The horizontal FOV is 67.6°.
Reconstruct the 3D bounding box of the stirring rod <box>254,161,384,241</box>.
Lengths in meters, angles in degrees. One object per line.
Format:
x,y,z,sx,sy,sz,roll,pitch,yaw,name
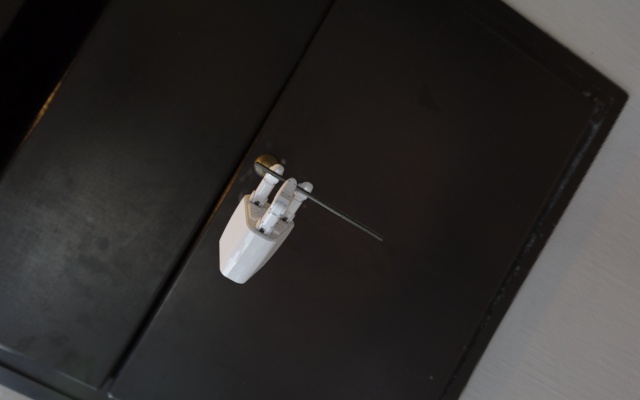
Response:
0.000,0.003,0.764,0.239,0.011,0.011,31,-6,-10,stirring rod
